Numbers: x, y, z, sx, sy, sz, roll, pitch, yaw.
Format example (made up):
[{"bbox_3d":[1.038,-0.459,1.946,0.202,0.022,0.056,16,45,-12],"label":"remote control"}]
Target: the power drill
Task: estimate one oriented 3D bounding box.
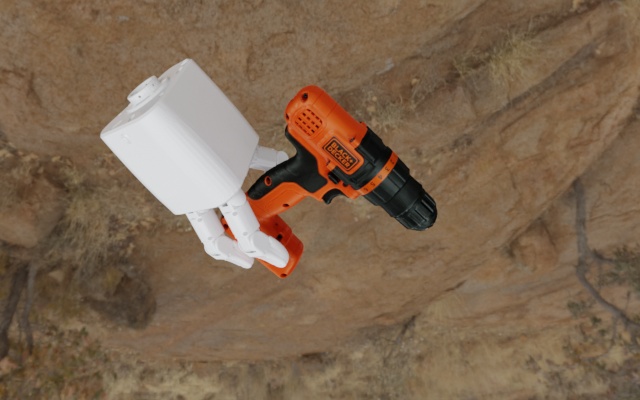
[{"bbox_3d":[0.000,0.002,0.495,0.188,0.184,0.057,-42,11,29],"label":"power drill"}]
